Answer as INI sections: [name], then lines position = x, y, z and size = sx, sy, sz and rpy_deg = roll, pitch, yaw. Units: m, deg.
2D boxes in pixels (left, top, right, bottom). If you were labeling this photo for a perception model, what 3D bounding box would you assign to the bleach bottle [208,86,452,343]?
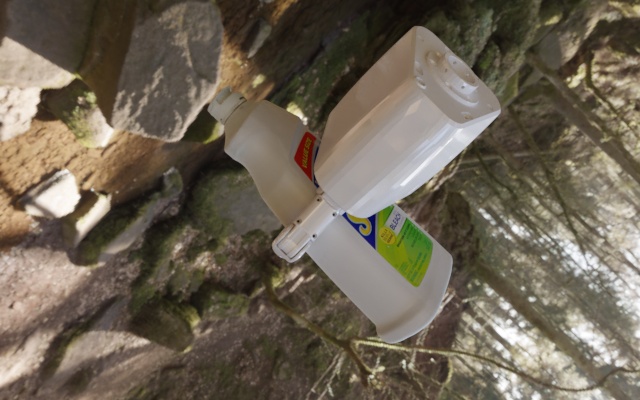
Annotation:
[bleach bottle]
position = 0.000, 0.001, 0.414
size = 0.068, 0.251, 0.102
rpy_deg = -44, 5, 40
